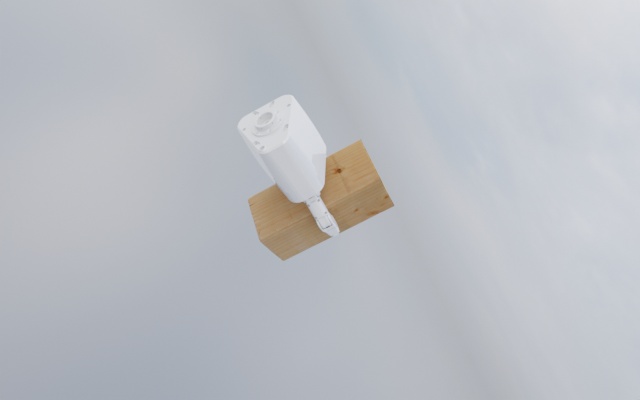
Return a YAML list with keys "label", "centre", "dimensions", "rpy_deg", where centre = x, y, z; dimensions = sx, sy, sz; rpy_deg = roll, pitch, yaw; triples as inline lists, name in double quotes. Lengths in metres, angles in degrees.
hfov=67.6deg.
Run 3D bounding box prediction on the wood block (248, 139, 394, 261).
- label: "wood block"
  centre: [0.000, 0.003, 0.770]
  dimensions: [0.206, 0.090, 0.090]
  rpy_deg: [-27, -35, 8]
